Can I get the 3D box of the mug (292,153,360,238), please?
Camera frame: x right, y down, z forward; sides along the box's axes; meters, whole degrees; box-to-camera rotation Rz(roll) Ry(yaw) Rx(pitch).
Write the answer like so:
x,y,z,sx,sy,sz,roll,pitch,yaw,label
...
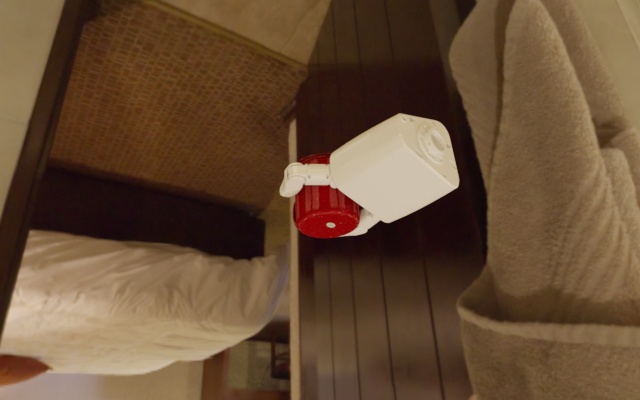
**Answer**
x,y,z,sx,sy,sz,roll,pitch,yaw,label
-0.001,0.003,0.631,0.093,0.081,0.117,19,-36,-36,mug
